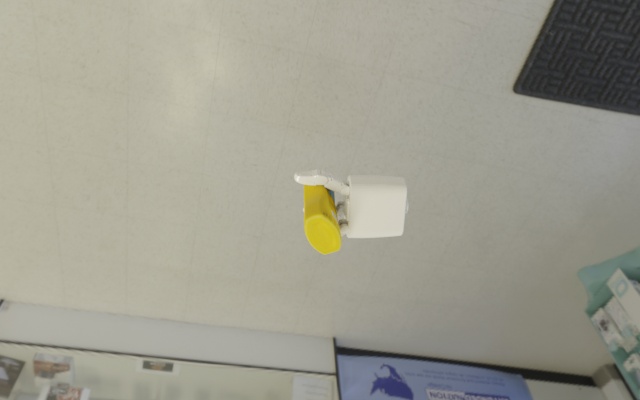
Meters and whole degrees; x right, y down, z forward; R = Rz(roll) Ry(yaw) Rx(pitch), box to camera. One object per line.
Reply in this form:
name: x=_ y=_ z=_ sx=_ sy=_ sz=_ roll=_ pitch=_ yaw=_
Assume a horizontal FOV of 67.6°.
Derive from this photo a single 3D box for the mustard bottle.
mustard bottle: x=0.000 y=0.003 z=0.893 sx=0.058 sy=0.096 sz=0.191 roll=-20 pitch=37 yaw=12
